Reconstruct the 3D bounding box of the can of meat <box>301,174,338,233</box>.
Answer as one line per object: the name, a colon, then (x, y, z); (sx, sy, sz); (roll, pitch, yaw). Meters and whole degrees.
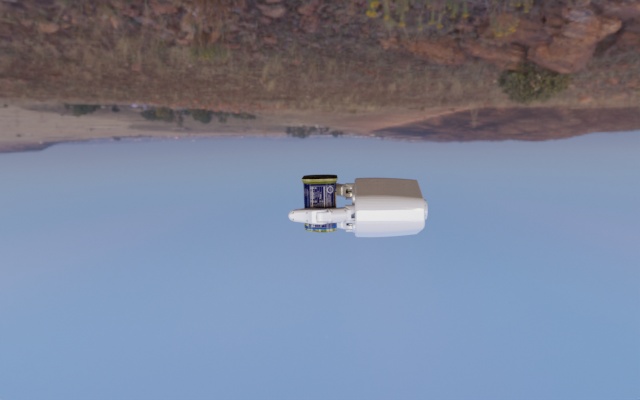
can of meat: (0.000, 0.003, 0.779); (0.057, 0.084, 0.102); (-1, 7, 1)
